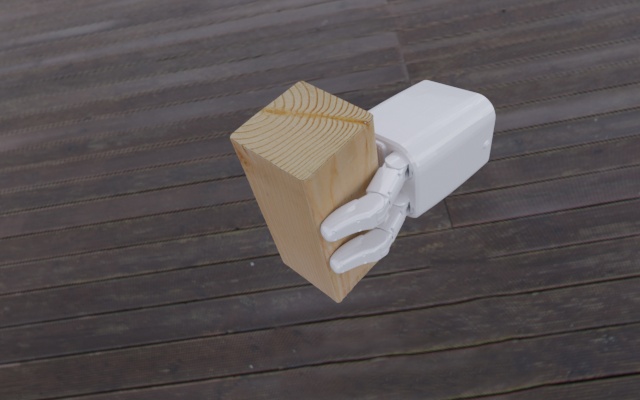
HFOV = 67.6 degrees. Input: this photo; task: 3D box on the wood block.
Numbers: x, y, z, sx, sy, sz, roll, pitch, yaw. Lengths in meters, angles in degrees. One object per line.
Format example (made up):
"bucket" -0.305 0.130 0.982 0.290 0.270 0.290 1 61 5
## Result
"wood block" 0.000 0.001 0.474 0.090 0.090 0.206 33 -26 31
